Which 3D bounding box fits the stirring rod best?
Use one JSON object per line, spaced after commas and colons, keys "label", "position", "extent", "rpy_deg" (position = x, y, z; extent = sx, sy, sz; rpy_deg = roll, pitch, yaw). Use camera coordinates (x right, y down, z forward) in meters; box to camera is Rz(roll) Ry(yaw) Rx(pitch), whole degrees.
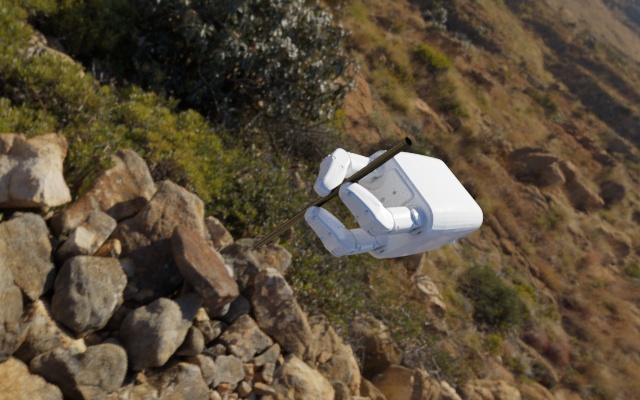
{"label": "stirring rod", "position": [0.000, 0.002, 0.476], "extent": [0.011, 0.011, 0.240], "rpy_deg": [0, -25, -42]}
